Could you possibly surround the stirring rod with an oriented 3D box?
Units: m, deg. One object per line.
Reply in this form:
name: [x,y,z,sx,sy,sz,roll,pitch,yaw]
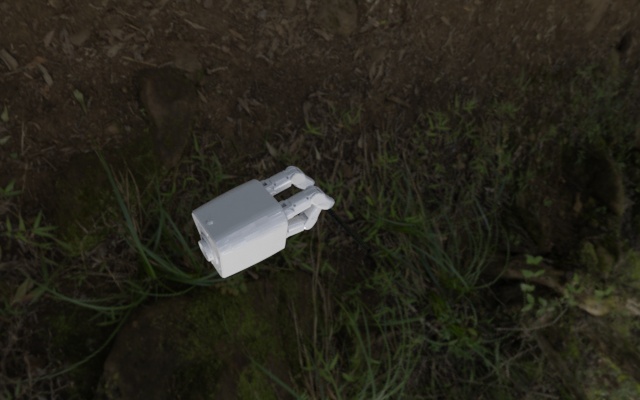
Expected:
stirring rod: [0.000,0.002,0.742,0.011,0.011,0.239,0,34,-44]
